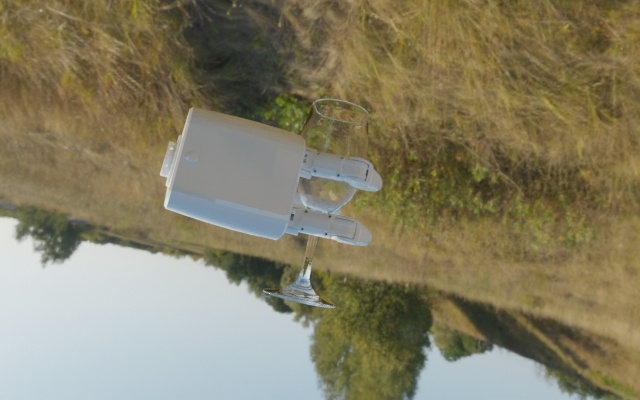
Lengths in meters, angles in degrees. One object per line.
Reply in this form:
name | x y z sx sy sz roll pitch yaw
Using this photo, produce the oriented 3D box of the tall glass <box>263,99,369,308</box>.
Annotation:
tall glass | 0.000 0.002 0.488 0.079 0.201 0.079 12 -8 2
